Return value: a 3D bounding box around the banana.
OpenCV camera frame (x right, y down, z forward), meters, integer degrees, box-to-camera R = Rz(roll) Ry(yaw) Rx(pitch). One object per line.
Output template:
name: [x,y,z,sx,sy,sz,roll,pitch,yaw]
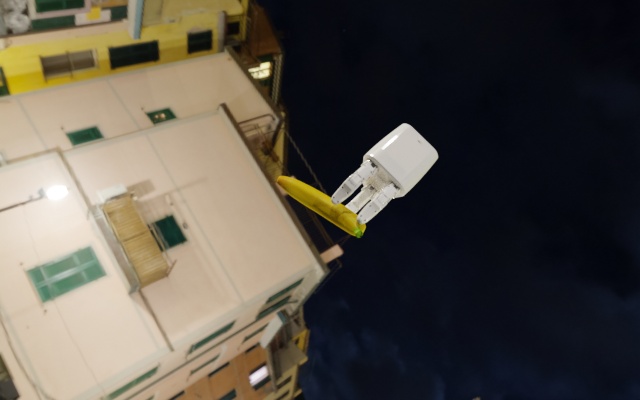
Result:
banana: [0.009,0.010,0.841,0.197,0.037,0.070,32,-4,28]
